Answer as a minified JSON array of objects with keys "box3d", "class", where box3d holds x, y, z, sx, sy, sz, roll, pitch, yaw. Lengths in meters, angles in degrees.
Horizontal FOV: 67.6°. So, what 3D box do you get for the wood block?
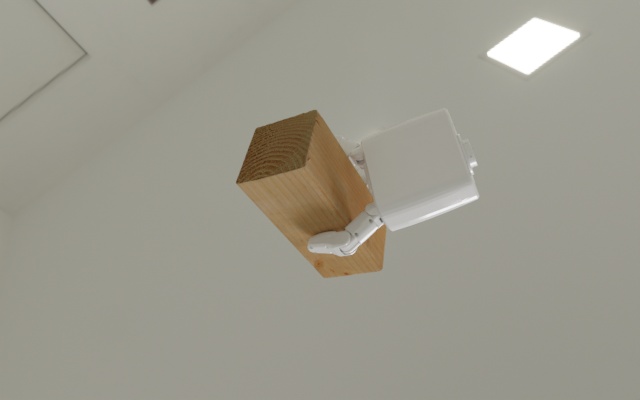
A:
[{"box3d":[0.000,0.002,0.588,0.090,0.090,0.206,-12,-43,28],"class":"wood block"}]
